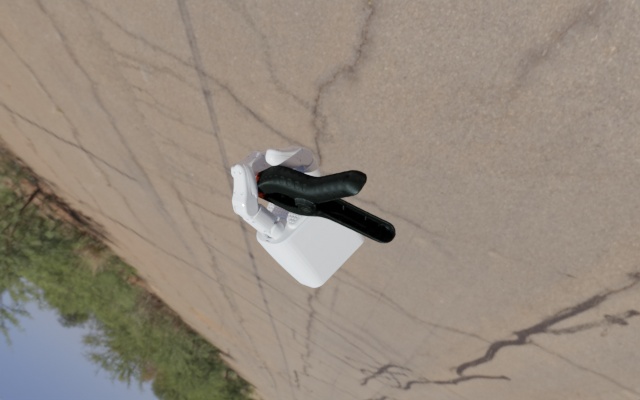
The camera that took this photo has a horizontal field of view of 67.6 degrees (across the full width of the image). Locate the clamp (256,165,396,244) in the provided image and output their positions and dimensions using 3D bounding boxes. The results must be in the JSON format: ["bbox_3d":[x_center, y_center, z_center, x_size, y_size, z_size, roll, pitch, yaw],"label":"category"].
[{"bbox_3d":[0.000,0.002,0.521,0.171,0.039,0.120,11,-31,41],"label":"clamp"}]
